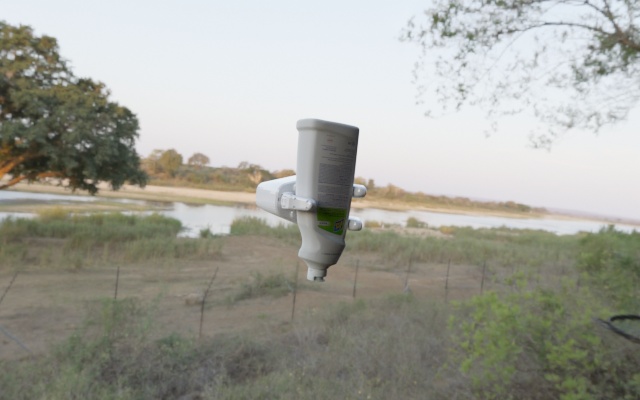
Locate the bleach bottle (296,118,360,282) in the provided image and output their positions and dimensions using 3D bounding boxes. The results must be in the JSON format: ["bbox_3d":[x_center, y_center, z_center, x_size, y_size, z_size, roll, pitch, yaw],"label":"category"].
[{"bbox_3d":[0.000,0.002,0.759,0.102,0.251,0.068,5,2,-28],"label":"bleach bottle"}]
